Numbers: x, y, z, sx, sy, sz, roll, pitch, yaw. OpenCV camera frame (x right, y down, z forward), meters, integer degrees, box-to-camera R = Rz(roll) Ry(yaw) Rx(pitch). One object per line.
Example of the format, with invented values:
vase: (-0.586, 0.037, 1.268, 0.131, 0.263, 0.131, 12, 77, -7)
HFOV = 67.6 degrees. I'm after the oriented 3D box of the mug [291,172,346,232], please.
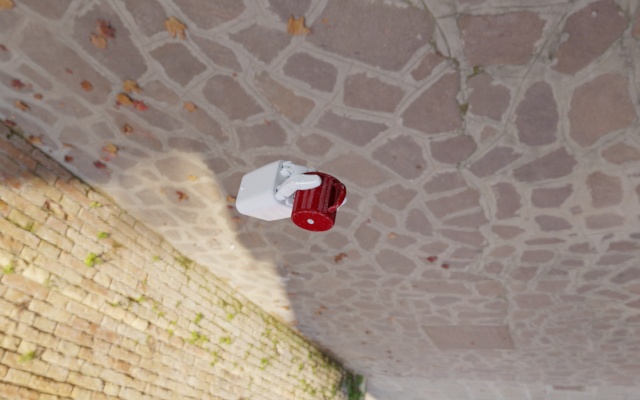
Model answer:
mug: (0.001, 0.003, 0.876, 0.117, 0.081, 0.093, -16, -39, 38)
